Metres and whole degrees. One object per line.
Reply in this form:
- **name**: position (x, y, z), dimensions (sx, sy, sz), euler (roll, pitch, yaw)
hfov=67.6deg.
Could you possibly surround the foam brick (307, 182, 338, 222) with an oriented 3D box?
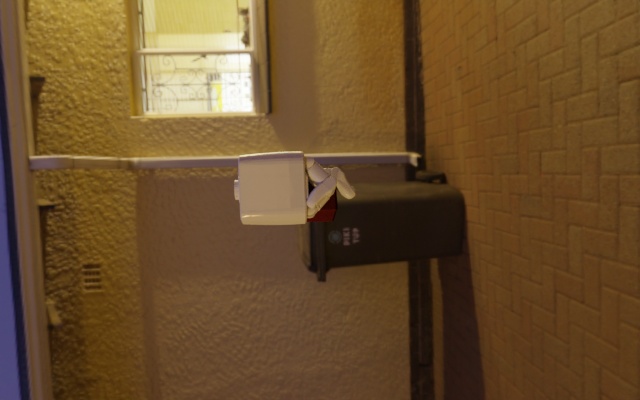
- **foam brick**: position (0.000, 0.003, 0.842), dimensions (0.051, 0.053, 0.078), euler (-3, -19, -4)
